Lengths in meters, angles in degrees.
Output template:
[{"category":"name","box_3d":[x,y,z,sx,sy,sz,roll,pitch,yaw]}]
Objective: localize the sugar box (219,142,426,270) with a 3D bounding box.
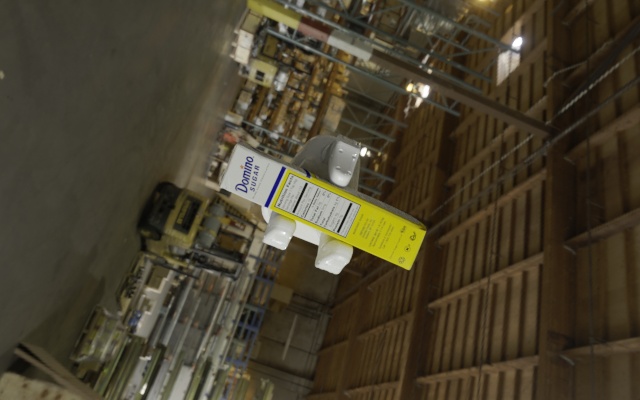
[{"category":"sugar box","box_3d":[0.000,0.002,0.434,0.176,0.048,0.093,22,4,-8]}]
